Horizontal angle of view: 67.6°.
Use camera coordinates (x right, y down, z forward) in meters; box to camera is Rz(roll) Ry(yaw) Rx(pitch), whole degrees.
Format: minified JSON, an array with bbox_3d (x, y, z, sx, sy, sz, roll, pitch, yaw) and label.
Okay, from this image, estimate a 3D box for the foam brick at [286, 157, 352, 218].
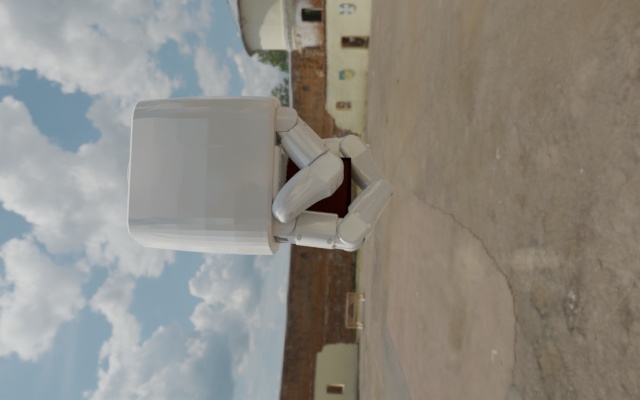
[{"bbox_3d":[0.000,0.002,0.406,0.051,0.053,0.078,1,-21,3],"label":"foam brick"}]
